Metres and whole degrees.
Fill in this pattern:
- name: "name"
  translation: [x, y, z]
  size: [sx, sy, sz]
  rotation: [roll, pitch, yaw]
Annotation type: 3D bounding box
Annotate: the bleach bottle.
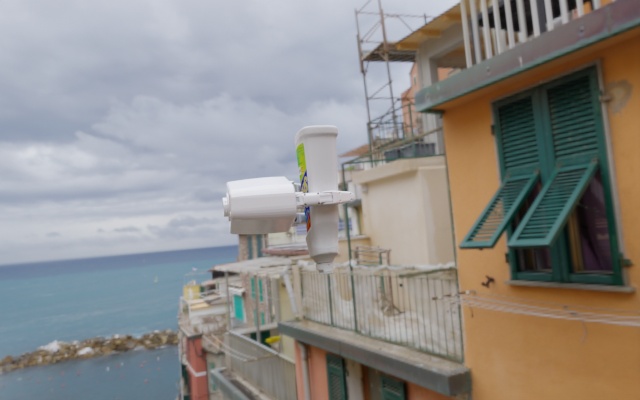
- name: "bleach bottle"
  translation: [0.000, 0.003, 0.836]
  size: [0.068, 0.251, 0.102]
  rotation: [-4, -4, -14]
